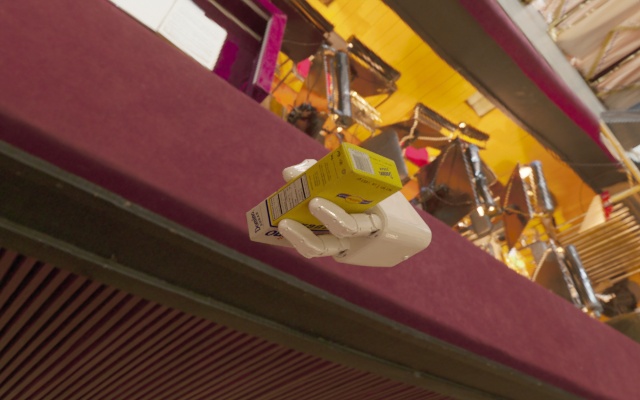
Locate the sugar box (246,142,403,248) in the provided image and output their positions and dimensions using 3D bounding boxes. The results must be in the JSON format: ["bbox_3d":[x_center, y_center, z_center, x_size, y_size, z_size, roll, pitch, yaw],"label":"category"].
[{"bbox_3d":[0.000,0.002,0.574,0.093,0.048,0.176,15,-41,-43],"label":"sugar box"}]
